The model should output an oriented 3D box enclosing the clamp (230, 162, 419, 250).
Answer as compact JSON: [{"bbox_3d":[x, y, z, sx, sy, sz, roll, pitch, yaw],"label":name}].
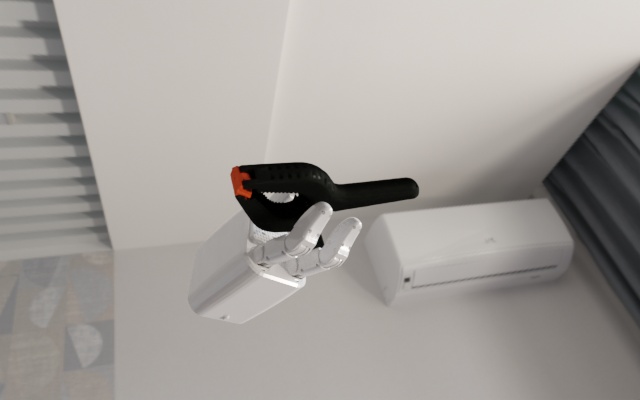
[{"bbox_3d":[-0.001,0.001,0.512,0.164,0.036,0.210,-38,-40,22],"label":"clamp"}]
